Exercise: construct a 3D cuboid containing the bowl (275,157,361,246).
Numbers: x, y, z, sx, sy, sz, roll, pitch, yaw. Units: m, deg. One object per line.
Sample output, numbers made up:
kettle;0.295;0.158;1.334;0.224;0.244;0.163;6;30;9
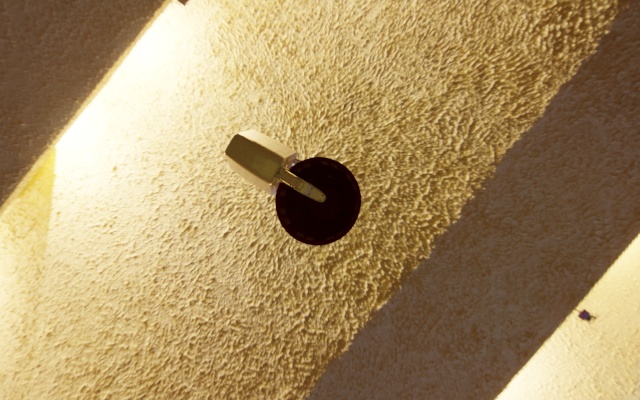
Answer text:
bowl;0.001;0.004;0.888;0.162;0.162;0.055;0;-5;14
